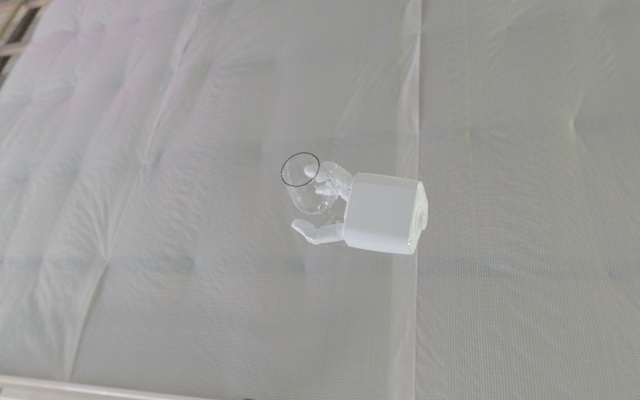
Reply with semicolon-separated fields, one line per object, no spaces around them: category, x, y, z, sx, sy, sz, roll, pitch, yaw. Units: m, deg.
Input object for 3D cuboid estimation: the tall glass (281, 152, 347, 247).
tall glass;0.000;0.003;0.789;0.079;0.079;0.201;0;-30;21
